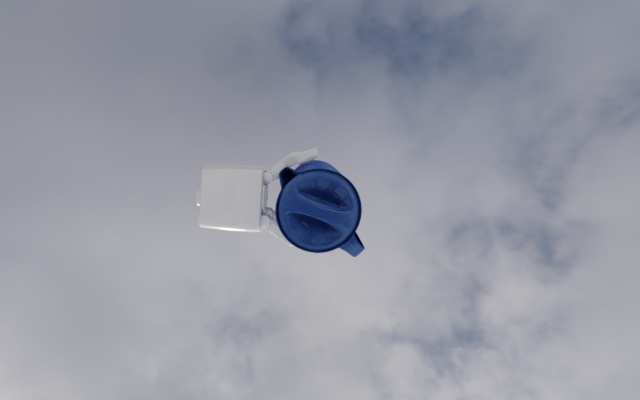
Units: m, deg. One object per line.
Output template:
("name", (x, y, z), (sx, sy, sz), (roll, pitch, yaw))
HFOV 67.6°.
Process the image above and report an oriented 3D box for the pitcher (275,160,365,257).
("pitcher", (0.000, 0.003, 0.842), (0.145, 0.149, 0.242), (1, 11, -2))
